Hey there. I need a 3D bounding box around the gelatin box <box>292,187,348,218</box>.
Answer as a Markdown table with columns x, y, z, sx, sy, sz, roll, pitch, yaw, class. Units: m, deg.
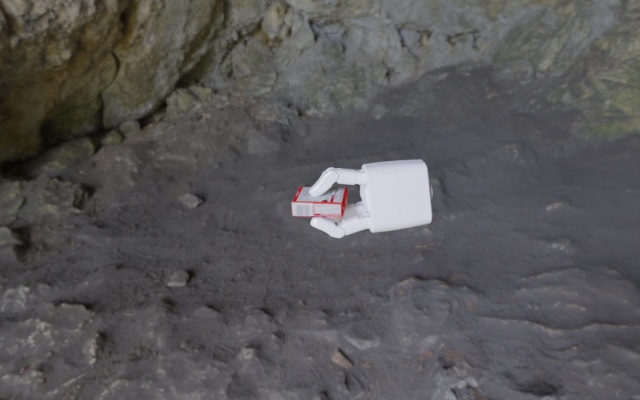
| x | y | z | sx | sy | sz | roll | pitch | yaw | class |
| --- | --- | --- | --- | --- | --- | --- | --- | --- | --- |
| 0.000 | 0.002 | 0.827 | 0.089 | 0.030 | 0.073 | 2 | 23 | 8 | gelatin box |
